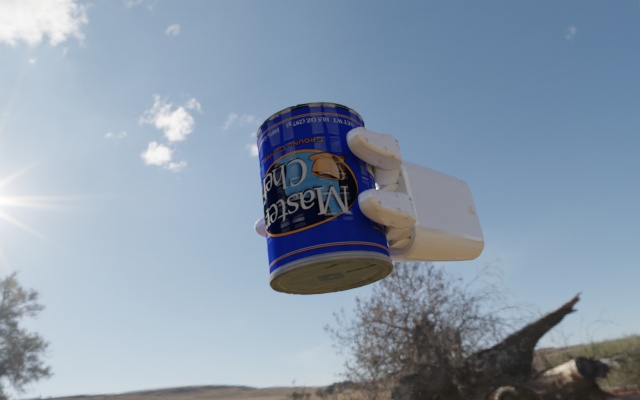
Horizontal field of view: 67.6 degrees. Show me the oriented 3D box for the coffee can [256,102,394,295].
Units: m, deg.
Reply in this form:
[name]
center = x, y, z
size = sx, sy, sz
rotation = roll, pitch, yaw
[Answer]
[coffee can]
center = 0.000, 0.002, 0.419
size = 0.103, 0.140, 0.103
rotation = -7, -23, -3
